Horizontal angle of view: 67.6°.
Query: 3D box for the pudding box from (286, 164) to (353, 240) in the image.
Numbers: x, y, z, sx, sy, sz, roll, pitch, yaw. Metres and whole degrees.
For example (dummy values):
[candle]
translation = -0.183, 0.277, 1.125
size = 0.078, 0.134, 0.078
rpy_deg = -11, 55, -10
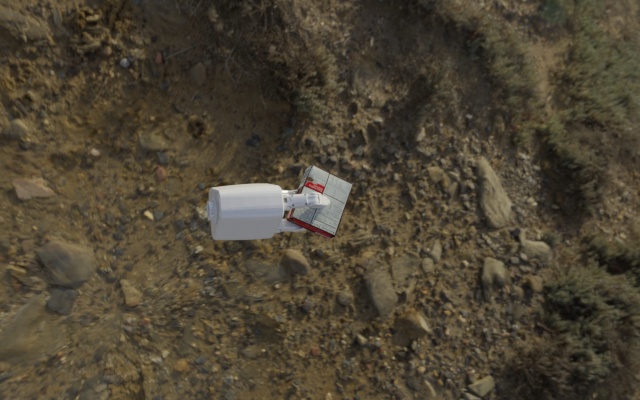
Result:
[pudding box]
translation = 0.000, 0.003, 0.873
size = 0.090, 0.113, 0.039
rpy_deg = 25, -19, -13
